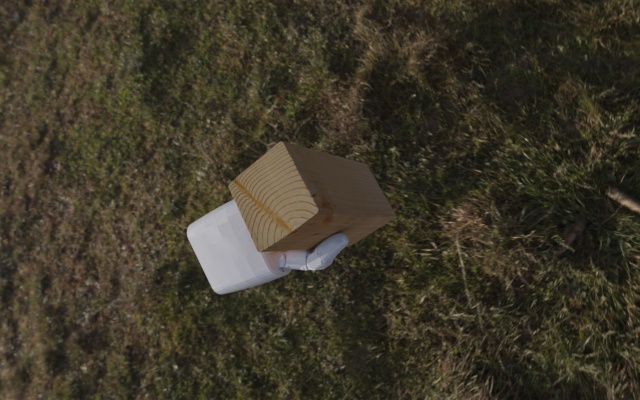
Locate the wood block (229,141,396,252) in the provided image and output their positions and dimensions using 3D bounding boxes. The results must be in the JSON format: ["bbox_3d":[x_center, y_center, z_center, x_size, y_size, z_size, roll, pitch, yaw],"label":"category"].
[{"bbox_3d":[0.000,0.002,0.590,0.090,0.090,0.206,-35,-19,24],"label":"wood block"}]
